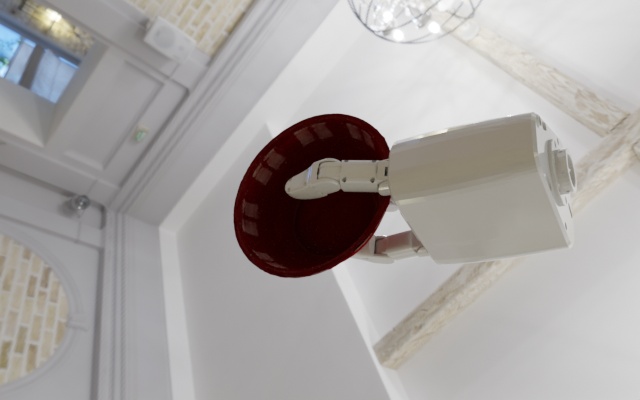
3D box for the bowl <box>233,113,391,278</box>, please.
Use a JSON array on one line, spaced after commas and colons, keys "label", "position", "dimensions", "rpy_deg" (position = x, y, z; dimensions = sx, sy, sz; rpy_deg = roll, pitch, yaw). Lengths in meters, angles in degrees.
[{"label": "bowl", "position": [-0.001, 0.001, 0.443], "dimensions": [0.162, 0.162, 0.055], "rpy_deg": [0, -25, 30]}]
